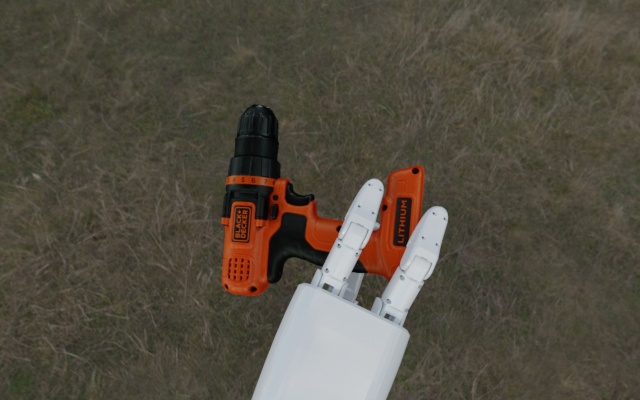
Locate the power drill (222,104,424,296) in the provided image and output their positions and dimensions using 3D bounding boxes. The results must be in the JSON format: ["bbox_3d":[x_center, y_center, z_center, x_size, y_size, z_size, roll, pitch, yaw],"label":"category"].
[{"bbox_3d":[0.000,0.002,0.447,0.187,0.184,0.057,3,-4,14],"label":"power drill"}]
